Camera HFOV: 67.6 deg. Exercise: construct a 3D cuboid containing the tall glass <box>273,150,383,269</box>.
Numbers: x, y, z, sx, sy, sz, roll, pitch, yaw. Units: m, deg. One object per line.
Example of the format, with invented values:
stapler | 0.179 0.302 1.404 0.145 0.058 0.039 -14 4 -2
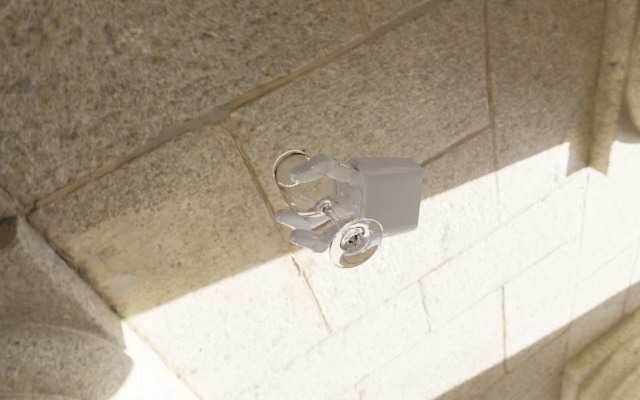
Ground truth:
tall glass | 0.000 0.002 0.646 0.079 0.079 0.201 0 30 -31
